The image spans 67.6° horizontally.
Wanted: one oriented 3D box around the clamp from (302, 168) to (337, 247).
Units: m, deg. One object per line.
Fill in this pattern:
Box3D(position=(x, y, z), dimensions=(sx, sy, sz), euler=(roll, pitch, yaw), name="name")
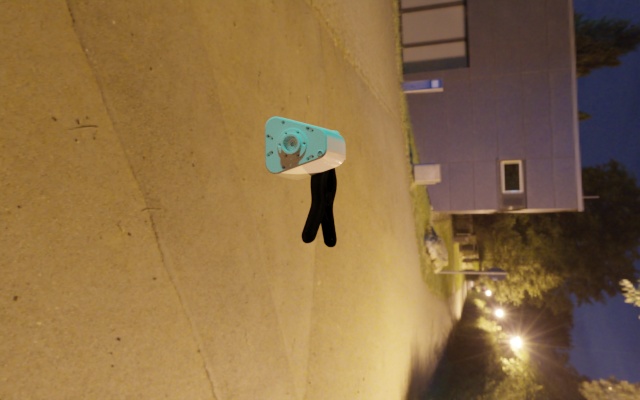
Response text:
Box3D(position=(0.001, 0.003, 0.853), dimensions=(0.039, 0.171, 0.120), euler=(-2, -1, 18), name="clamp")
